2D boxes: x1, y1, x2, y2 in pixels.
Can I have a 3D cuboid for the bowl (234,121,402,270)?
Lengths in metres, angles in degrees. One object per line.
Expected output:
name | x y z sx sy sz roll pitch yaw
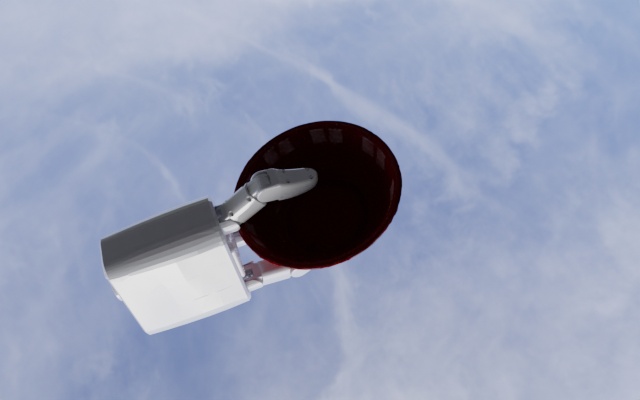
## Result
bowl | 0.001 0.001 0.464 0.162 0.162 0.055 0 -30 16
